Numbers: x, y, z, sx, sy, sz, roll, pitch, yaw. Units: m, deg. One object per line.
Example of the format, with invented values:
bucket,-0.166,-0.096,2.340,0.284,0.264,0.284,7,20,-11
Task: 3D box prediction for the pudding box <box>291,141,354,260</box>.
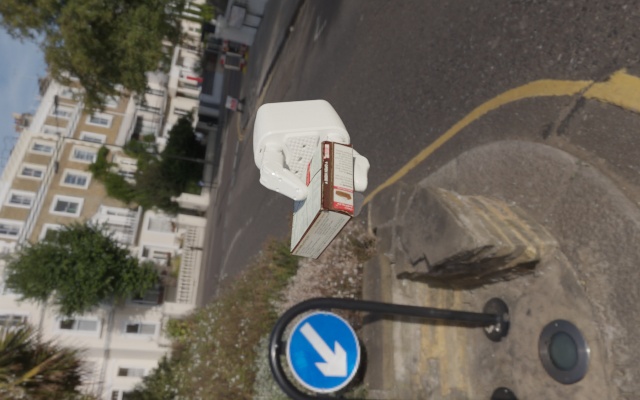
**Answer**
pudding box,0.000,0.002,0.528,0.039,0.090,0.113,10,-32,-15
